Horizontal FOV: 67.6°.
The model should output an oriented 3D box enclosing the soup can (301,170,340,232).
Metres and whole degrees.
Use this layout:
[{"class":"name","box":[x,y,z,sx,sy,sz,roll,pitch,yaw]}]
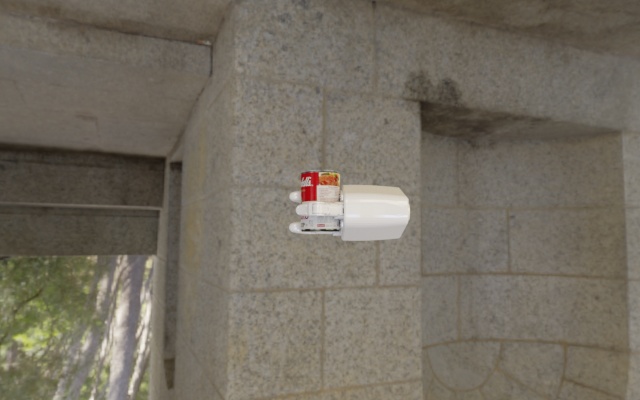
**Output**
[{"class":"soup can","box":[0.000,0.003,0.815,0.068,0.102,0.068,0,-4,0]}]
